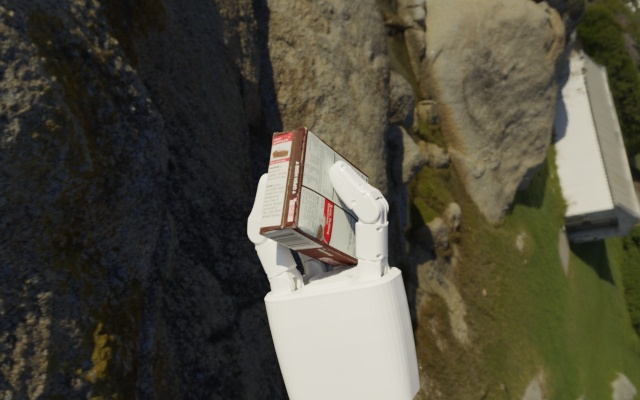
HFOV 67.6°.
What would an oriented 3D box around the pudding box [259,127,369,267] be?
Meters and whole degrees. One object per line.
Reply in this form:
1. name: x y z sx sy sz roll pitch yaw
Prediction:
1. pudding box: 0.000 0.001 0.417 0.039 0.090 0.113 -8 -24 31
